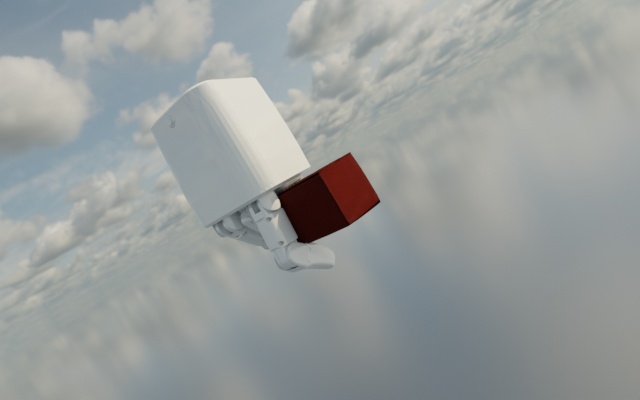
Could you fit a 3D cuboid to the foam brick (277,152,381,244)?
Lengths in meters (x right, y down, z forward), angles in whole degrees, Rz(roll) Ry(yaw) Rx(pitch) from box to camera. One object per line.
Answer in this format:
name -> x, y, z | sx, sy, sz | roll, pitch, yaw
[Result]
foam brick -> 0.000, 0.001, 0.416 | 0.078, 0.051, 0.053 | -26, 5, 42
